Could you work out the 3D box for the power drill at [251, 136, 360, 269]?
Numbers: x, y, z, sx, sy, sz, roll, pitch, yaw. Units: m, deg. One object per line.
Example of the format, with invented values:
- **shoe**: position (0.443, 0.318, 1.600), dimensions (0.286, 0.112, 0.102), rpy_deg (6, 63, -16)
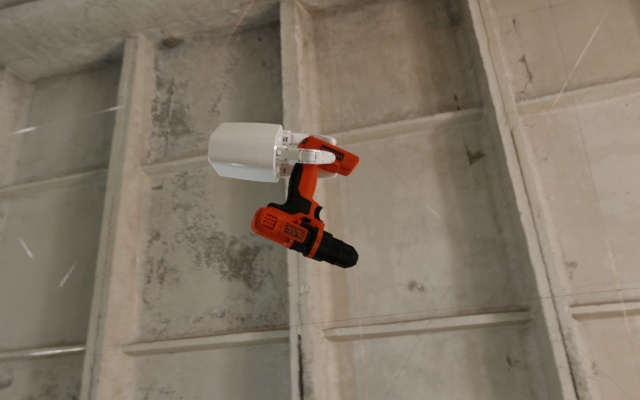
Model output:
- **power drill**: position (0.000, 0.002, 0.788), dimensions (0.184, 0.187, 0.057), rpy_deg (24, -17, -11)
